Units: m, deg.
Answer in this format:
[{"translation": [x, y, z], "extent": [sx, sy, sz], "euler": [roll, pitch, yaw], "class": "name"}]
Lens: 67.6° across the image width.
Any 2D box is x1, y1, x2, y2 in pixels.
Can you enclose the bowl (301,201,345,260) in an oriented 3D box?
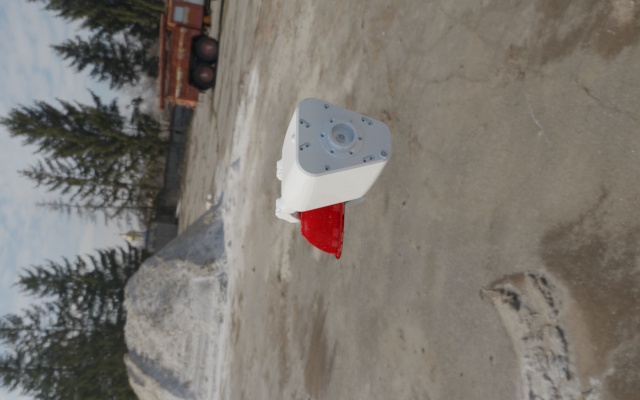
[{"translation": [0.000, 0.003, 0.673], "extent": [0.055, 0.162, 0.162], "euler": [0, 0, -2], "class": "bowl"}]
